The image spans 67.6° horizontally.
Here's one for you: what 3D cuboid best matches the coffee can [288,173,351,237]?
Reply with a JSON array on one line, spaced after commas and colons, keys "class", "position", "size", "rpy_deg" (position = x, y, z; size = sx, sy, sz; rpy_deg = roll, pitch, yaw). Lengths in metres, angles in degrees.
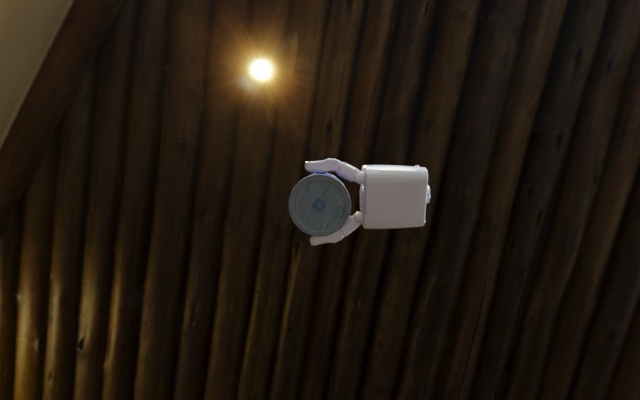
[{"class": "coffee can", "position": [0.000, 0.003, 0.846], "size": [0.103, 0.103, 0.140], "rpy_deg": [0, 5, 1]}]
